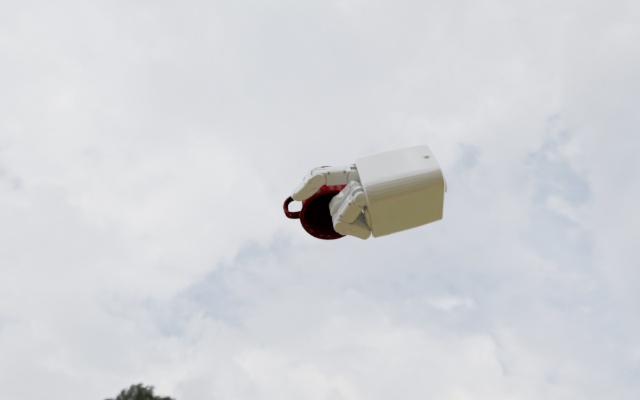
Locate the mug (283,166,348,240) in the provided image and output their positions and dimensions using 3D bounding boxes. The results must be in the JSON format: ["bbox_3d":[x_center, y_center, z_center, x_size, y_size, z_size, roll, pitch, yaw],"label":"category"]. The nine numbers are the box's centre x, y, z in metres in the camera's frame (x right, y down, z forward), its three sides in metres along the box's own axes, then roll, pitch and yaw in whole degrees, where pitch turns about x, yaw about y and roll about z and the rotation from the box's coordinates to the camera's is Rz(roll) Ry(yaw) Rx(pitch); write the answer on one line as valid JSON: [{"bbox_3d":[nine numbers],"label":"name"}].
[{"bbox_3d":[-0.001,0.003,0.735,0.117,0.093,0.081,-11,36,2],"label":"mug"}]
